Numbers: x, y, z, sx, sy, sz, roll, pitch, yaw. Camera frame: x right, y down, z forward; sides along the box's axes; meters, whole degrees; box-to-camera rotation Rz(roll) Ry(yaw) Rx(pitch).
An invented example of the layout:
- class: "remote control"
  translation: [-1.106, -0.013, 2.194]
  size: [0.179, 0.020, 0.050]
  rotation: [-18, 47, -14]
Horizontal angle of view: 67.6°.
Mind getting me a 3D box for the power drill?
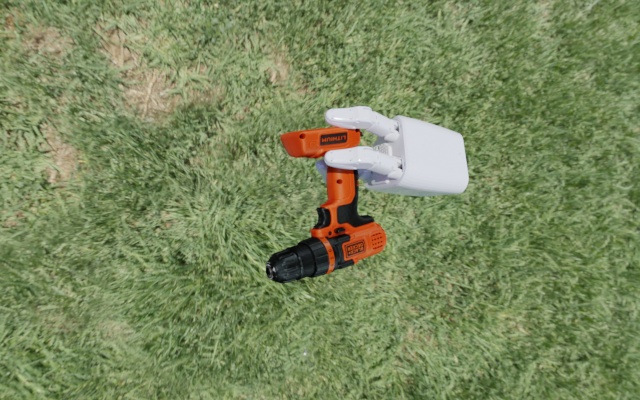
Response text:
- class: "power drill"
  translation: [0.000, 0.002, 0.618]
  size: [0.184, 0.188, 0.057]
  rotation: [-14, 10, -36]
